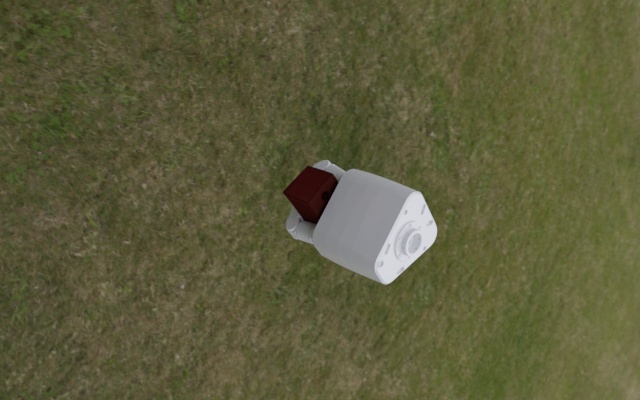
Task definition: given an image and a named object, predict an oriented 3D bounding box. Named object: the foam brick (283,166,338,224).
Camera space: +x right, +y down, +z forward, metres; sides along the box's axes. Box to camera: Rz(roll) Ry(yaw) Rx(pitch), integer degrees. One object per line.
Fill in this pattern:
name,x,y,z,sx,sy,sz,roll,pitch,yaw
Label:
foam brick,0.000,0.002,0.625,0.051,0.053,0.078,22,-25,45
